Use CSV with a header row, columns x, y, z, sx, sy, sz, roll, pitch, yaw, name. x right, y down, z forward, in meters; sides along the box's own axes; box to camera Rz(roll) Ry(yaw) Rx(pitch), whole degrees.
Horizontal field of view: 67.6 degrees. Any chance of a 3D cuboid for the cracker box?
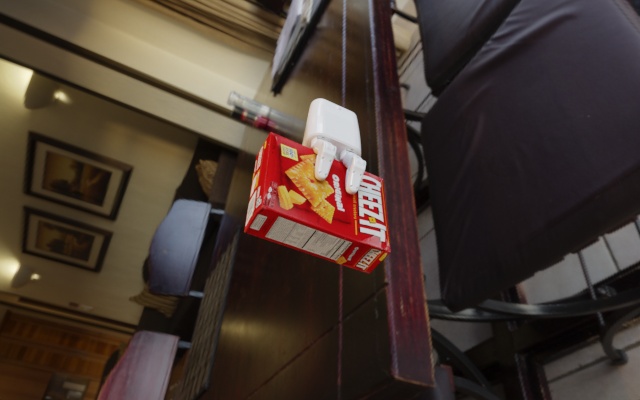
x,y,z,sx,sy,sz,roll,pitch,yaw,name
0.000,0.002,0.746,0.214,0.164,0.072,20,-47,-19,cracker box
